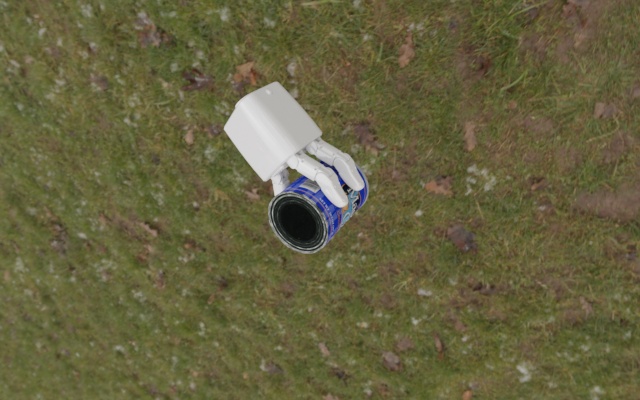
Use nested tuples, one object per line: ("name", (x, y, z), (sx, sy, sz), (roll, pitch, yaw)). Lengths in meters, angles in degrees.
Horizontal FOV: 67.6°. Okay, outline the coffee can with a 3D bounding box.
("coffee can", (0.000, 0.003, 0.741), (0.103, 0.103, 0.140), (0, 26, 33))
